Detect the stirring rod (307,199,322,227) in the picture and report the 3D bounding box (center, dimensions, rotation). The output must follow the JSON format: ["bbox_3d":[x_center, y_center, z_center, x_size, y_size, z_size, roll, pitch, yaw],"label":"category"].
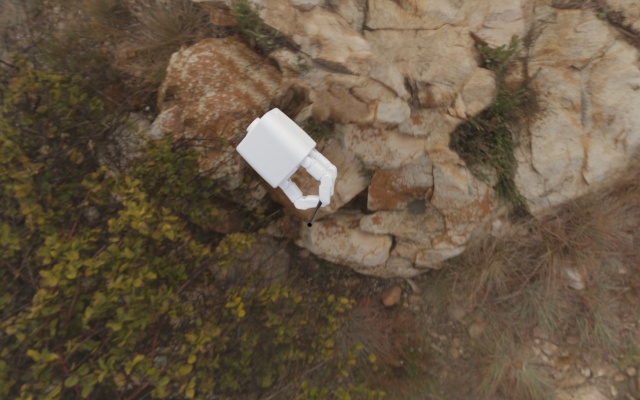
[{"bbox_3d":[0.000,0.003,0.891,0.011,0.011,0.239,0,18,9],"label":"stirring rod"}]
